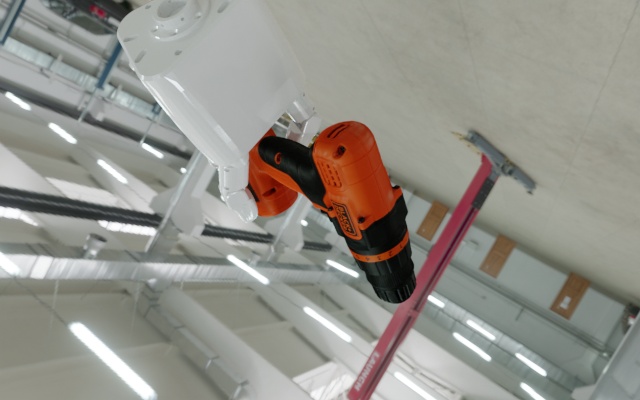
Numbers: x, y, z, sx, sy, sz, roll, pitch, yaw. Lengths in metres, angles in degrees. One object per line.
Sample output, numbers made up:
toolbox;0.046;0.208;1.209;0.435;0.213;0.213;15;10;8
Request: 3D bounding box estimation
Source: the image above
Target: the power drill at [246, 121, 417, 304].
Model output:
power drill;0.000;0.001;0.440;0.057;0.184;0.187;-41;38;-26
